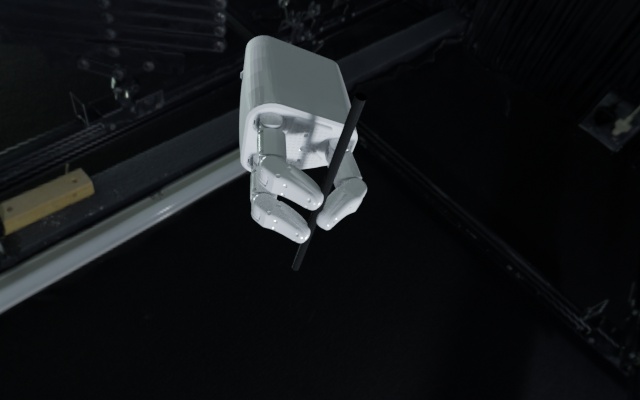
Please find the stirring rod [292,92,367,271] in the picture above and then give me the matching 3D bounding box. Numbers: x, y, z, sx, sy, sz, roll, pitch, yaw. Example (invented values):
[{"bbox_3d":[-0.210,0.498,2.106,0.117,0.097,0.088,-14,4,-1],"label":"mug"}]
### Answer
[{"bbox_3d":[0.000,0.001,0.405,0.011,0.011,0.240,0,-35,-15],"label":"stirring rod"}]
